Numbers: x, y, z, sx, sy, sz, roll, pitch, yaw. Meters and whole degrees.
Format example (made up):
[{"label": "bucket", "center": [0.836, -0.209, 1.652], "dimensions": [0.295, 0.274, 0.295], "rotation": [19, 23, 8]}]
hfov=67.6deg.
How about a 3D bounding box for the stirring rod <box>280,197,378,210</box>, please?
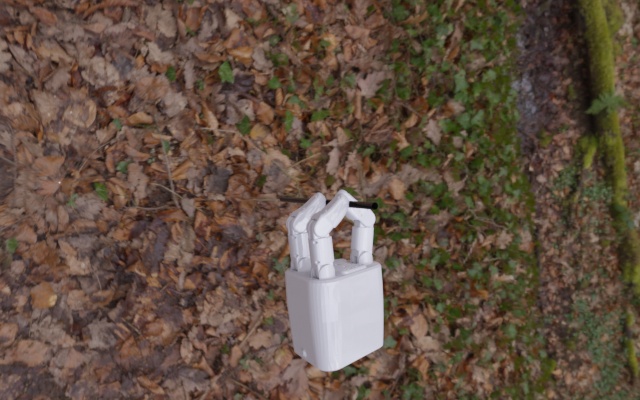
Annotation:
[{"label": "stirring rod", "center": [0.000, 0.002, 0.611], "dimensions": [0.011, 0.011, 0.239], "rotation": [0, 2, -29]}]
